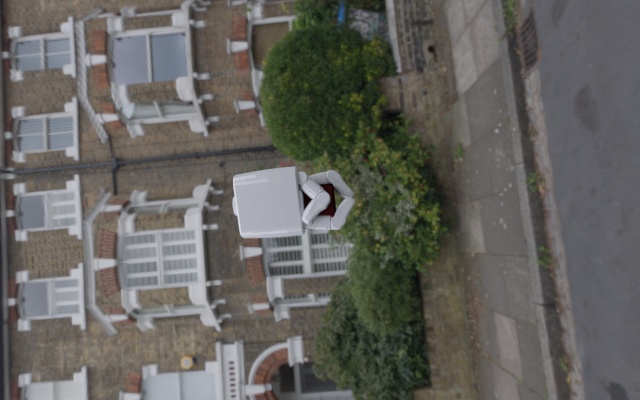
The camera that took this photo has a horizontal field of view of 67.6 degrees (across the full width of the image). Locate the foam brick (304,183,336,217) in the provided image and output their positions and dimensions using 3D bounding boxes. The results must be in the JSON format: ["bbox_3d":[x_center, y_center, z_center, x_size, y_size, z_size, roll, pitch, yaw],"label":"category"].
[{"bbox_3d":[0.000,0.003,0.831,0.051,0.053,0.078,-6,-8,2],"label":"foam brick"}]
